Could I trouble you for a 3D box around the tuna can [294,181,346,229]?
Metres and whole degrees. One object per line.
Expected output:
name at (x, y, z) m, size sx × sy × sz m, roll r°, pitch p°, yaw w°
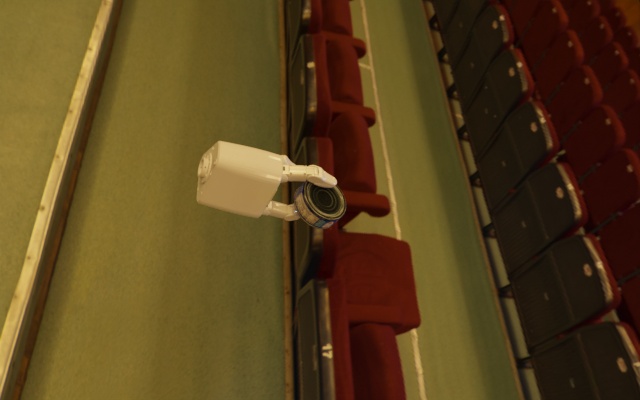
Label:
tuna can at (0.000, 0.002, 0.799) m, size 0.086 × 0.086 × 0.034 m, roll 0°, pitch -28°, yaw -37°
